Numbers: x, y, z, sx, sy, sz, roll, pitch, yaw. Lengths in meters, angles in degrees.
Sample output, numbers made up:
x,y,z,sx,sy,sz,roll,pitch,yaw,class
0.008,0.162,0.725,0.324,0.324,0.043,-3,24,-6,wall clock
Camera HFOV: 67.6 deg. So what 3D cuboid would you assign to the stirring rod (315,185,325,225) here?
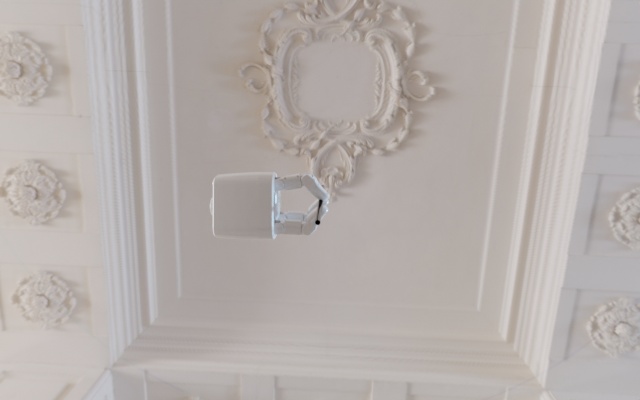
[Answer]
x,y,z,sx,sy,sz,roll,pitch,yaw,class
0.000,0.003,0.824,0.011,0.011,0.239,0,14,2,stirring rod
